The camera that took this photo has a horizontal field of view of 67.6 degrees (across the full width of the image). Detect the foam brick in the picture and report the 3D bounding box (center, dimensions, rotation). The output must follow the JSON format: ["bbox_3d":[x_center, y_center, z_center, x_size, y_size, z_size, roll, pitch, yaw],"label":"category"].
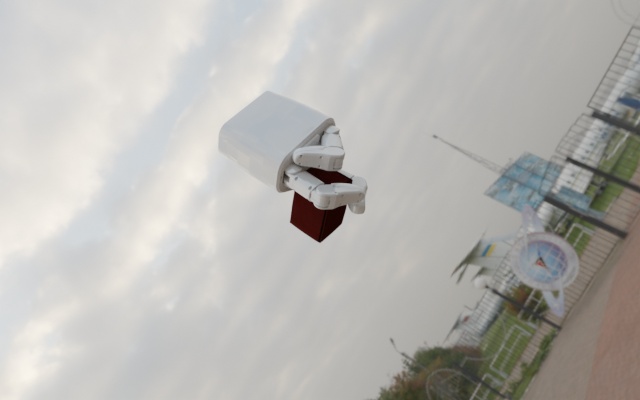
[{"bbox_3d":[0.000,0.002,0.606,0.051,0.078,0.053,30,41,23],"label":"foam brick"}]
